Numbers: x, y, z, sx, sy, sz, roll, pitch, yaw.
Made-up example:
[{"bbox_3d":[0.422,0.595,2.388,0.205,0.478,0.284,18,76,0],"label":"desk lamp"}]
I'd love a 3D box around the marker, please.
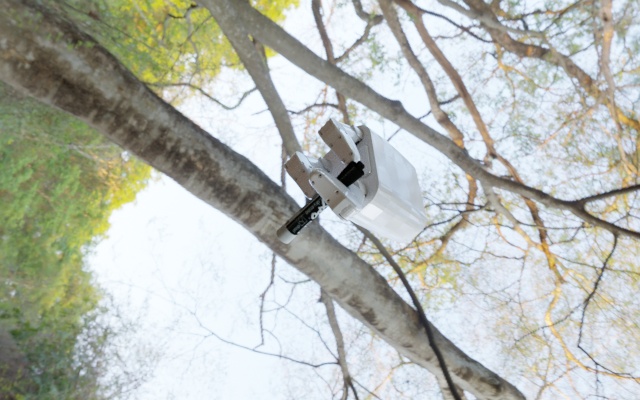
[{"bbox_3d":[0.000,0.002,0.496,0.121,0.020,0.020,-43,-19,21],"label":"marker"}]
